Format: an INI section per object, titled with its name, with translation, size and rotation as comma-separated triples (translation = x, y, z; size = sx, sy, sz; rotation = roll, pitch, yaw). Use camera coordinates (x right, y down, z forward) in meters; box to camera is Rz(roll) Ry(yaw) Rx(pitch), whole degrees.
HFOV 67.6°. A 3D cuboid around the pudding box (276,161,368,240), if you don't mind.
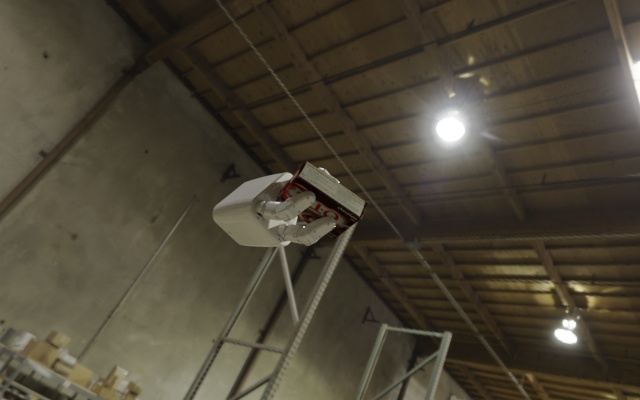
[pudding box]
translation = 0.000, 0.002, 0.709
size = 0.113, 0.039, 0.090
rotation = 32, -33, -9
